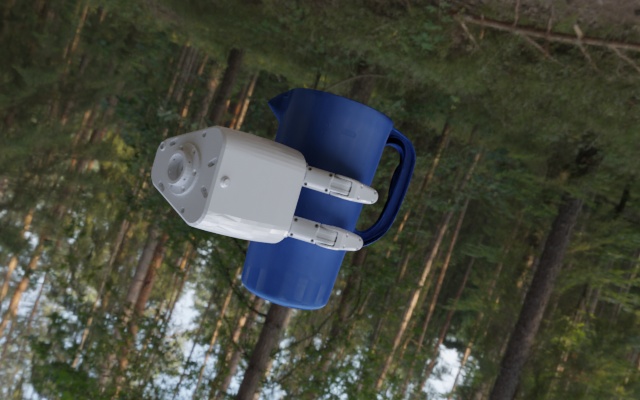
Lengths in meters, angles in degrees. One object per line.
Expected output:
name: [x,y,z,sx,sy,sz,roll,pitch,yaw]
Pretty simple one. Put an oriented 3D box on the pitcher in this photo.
pitcher: [0.000,0.002,0.570,0.149,0.243,0.145,18,1,39]
